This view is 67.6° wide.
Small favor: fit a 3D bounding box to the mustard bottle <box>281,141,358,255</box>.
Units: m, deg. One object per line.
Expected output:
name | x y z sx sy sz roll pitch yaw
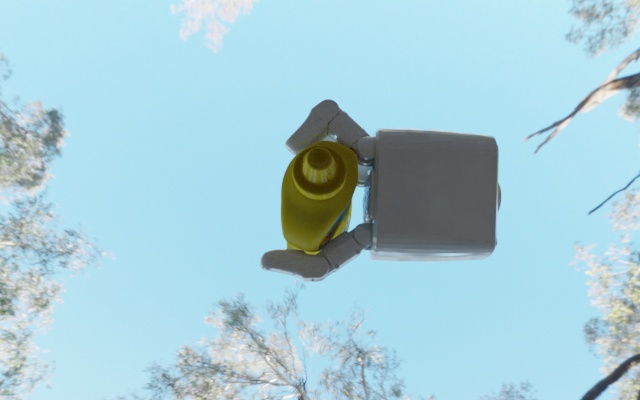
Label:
mustard bottle | 0.000 0.001 0.426 0.058 0.096 0.192 25 -17 8
